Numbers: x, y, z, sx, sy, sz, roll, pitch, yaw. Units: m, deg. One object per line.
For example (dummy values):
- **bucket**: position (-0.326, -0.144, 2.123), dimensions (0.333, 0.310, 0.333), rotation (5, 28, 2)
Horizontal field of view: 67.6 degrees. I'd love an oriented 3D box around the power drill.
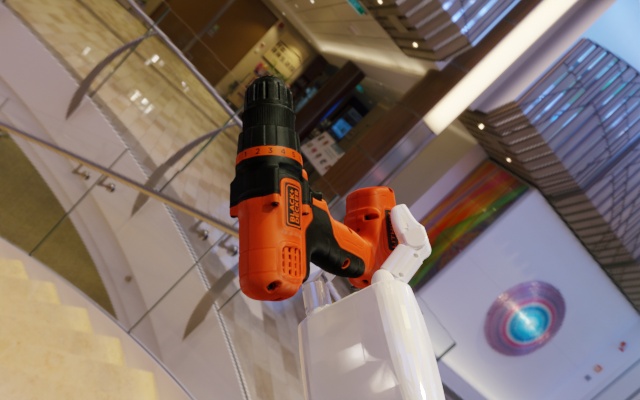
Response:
- **power drill**: position (0.000, 0.002, 0.423), dimensions (0.057, 0.184, 0.188), rotation (-15, -23, 36)
